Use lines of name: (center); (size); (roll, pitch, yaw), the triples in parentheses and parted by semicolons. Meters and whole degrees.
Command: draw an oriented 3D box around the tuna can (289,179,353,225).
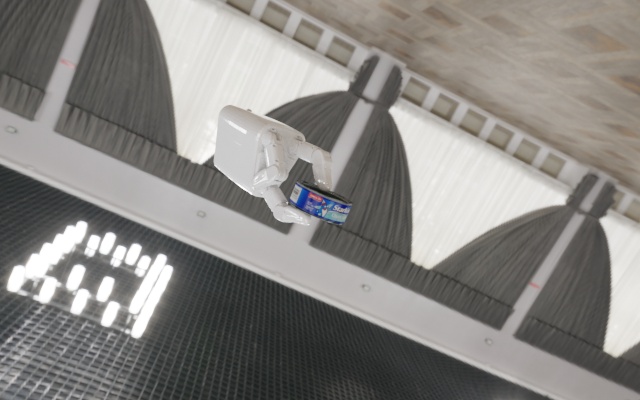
tuna can: (0.000, 0.003, 0.673); (0.086, 0.034, 0.086); (22, 7, -3)
